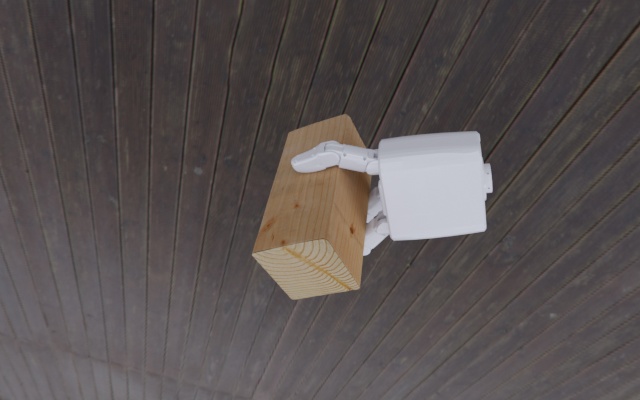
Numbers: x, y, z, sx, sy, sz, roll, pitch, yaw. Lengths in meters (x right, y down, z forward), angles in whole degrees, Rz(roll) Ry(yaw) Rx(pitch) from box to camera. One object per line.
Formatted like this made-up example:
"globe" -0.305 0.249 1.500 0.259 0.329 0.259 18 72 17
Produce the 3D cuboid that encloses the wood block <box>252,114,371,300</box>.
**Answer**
"wood block" 0.000 0.002 0.574 0.090 0.206 0.091 -14 -49 24
